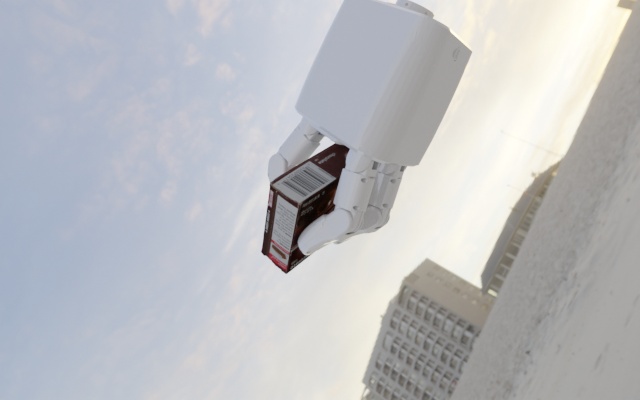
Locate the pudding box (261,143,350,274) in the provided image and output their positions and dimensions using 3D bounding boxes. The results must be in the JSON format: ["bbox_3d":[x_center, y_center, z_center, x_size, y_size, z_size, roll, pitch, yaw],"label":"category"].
[{"bbox_3d":[0.000,0.001,0.435,0.039,0.090,0.113,37,48,25],"label":"pudding box"}]
